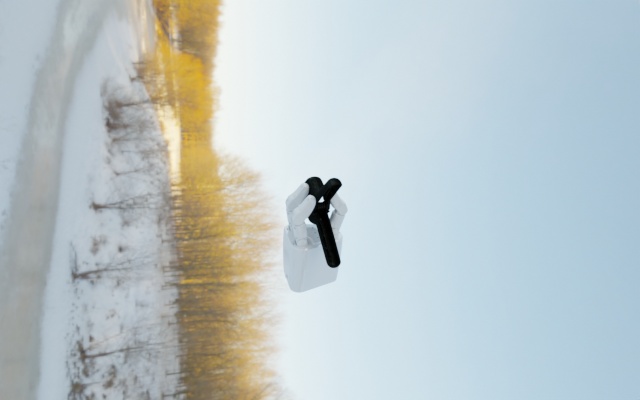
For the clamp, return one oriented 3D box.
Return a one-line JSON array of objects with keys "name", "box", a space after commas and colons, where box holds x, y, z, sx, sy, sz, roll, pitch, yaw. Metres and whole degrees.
[{"name": "clamp", "box": [0.001, 0.003, 0.887, 0.036, 0.165, 0.210, -5, 29, -16]}]
